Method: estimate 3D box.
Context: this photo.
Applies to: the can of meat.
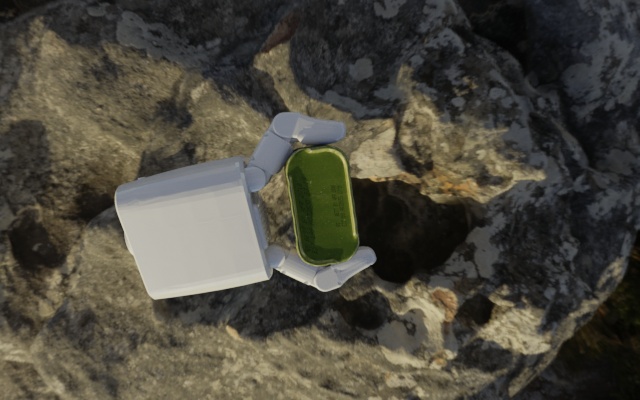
[{"bbox_3d":[0.000,0.001,0.419,0.057,0.102,0.084,-9,5,-1],"label":"can of meat"}]
